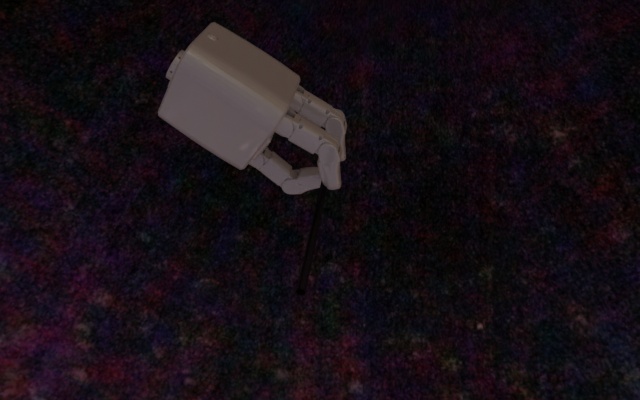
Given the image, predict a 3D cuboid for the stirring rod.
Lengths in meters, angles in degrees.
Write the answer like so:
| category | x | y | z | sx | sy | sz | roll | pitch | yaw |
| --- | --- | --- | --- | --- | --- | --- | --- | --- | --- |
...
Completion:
| category | x | y | z | sx | sy | sz | roll | pitch | yaw |
| --- | --- | --- | --- | --- | --- | --- | --- | --- | --- |
| stirring rod | 0.000 | 0.001 | 0.482 | 0.011 | 0.011 | 0.239 | 0 | 37 | 10 |
